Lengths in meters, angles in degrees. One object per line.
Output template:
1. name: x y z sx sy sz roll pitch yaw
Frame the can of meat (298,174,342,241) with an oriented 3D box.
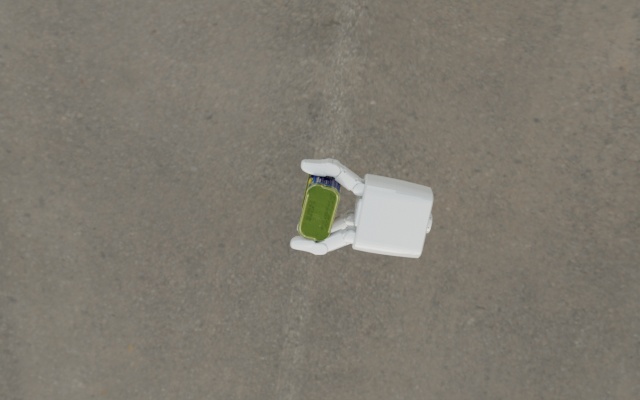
1. can of meat: 0.000 0.003 0.755 0.057 0.102 0.084 13 27 -2
